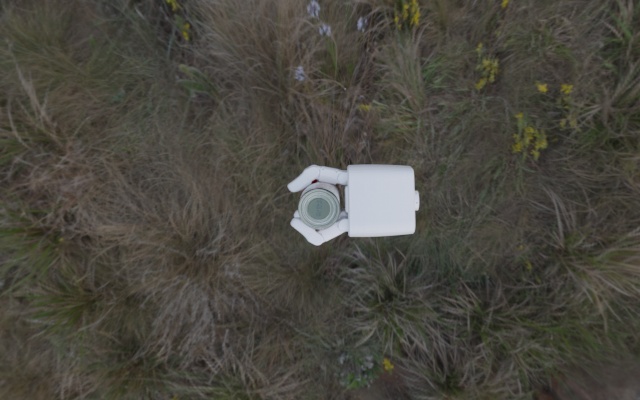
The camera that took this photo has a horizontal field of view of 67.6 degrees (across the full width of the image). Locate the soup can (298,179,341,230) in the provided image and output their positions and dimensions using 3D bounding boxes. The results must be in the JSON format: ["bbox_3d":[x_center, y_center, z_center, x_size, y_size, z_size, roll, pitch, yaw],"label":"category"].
[{"bbox_3d":[0.000,0.003,0.782,0.068,0.068,0.102,0,13,3],"label":"soup can"}]
